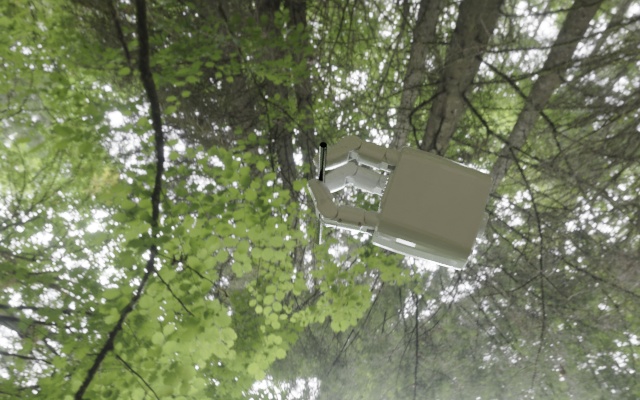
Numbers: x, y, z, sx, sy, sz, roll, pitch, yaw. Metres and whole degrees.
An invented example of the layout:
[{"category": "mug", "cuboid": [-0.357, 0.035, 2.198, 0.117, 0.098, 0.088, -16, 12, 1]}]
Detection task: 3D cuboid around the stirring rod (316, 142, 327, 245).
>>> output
[{"category": "stirring rod", "cuboid": [0.000, 0.002, 0.607, 0.011, 0.011, 0.240, 0, -30, -2]}]
